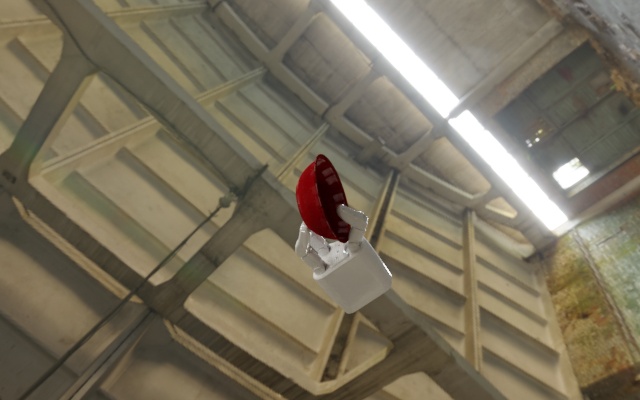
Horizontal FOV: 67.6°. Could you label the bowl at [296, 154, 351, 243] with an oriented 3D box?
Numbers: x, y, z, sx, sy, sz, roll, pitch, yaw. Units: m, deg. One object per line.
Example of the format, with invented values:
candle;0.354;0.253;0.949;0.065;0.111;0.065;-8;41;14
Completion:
bowl;-0.001;0.002;0.842;0.055;0.162;0.162;-16;-5;18
